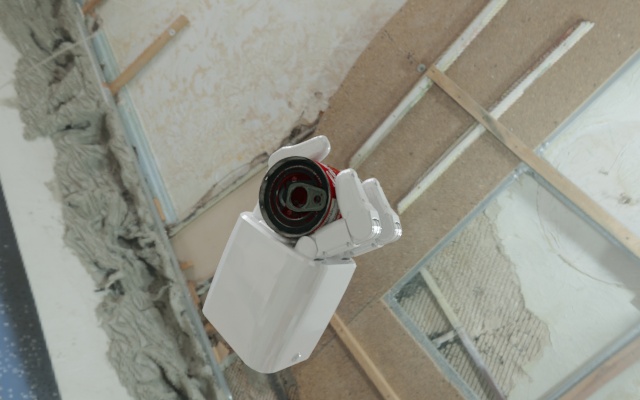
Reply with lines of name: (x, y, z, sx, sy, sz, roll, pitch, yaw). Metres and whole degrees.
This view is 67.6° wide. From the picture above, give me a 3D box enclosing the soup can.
soup can: (0.000, 0.001, 0.438, 0.068, 0.068, 0.102, 0, -6, 27)
